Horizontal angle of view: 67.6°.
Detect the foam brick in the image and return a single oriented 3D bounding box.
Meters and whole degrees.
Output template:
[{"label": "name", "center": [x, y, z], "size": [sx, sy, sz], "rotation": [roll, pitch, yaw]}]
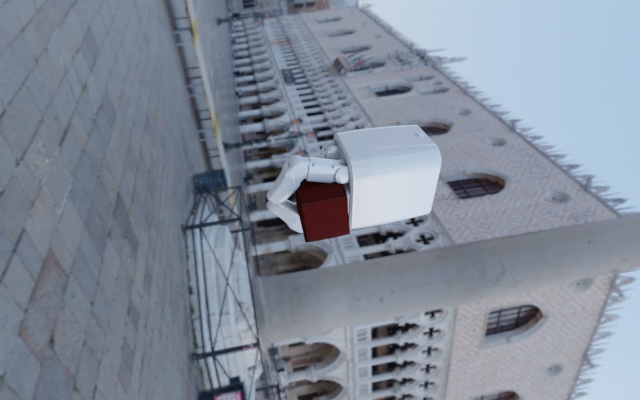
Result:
[{"label": "foam brick", "center": [0.000, 0.002, 0.544], "size": [0.051, 0.053, 0.078], "rotation": [-9, 32, -6]}]
